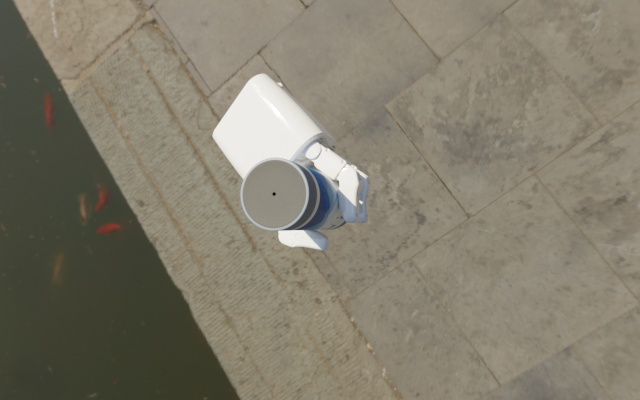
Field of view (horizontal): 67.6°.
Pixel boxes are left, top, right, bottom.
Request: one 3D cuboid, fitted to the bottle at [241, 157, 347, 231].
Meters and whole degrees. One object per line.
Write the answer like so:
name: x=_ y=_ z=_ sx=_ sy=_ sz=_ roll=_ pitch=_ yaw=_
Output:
bottle: x=0.000 y=0.002 z=0.568 sx=0.069 sy=0.069 sz=0.296 roll=0 pitch=-3 yaw=17
